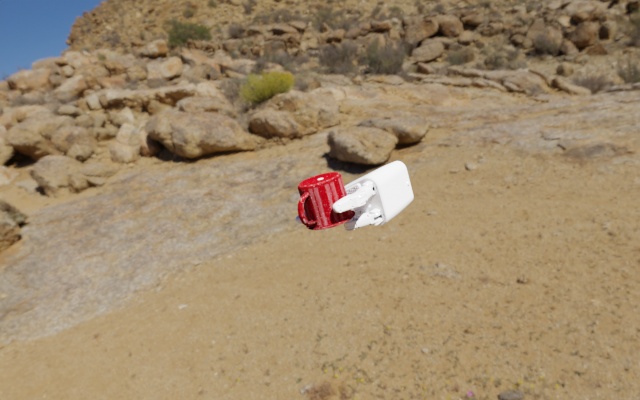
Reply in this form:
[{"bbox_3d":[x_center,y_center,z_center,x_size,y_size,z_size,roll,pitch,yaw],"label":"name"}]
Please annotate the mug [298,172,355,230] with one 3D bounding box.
[{"bbox_3d":[-0.001,0.003,0.853,0.093,0.081,0.117,-3,19,44],"label":"mug"}]
